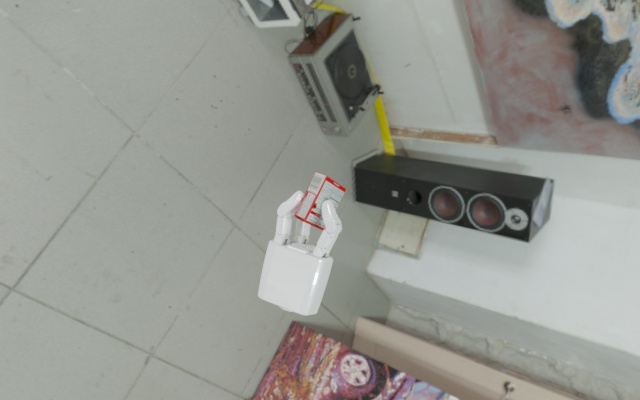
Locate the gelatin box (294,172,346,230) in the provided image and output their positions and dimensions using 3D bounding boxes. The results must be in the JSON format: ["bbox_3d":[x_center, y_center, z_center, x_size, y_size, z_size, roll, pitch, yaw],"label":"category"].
[{"bbox_3d":[0.001,0.003,0.845,0.030,0.089,0.073,25,-3,36],"label":"gelatin box"}]
